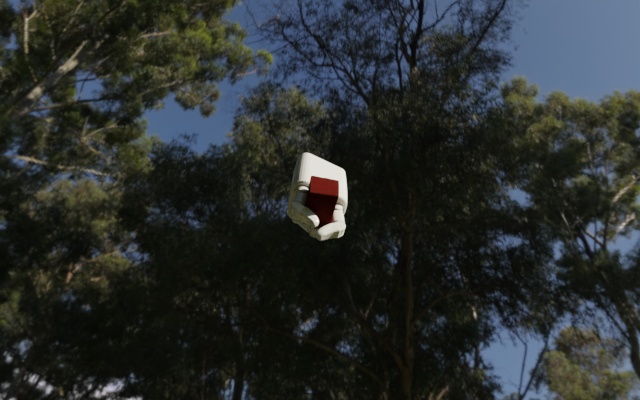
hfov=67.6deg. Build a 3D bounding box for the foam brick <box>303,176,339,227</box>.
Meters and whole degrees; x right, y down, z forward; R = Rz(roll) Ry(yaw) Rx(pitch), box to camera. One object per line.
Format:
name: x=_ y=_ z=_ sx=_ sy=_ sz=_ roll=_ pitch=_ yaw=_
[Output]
foam brick: x=0.000 y=0.003 z=0.859 sx=0.053 sy=0.078 sz=0.051 roll=11 pitch=39 yaw=-5
